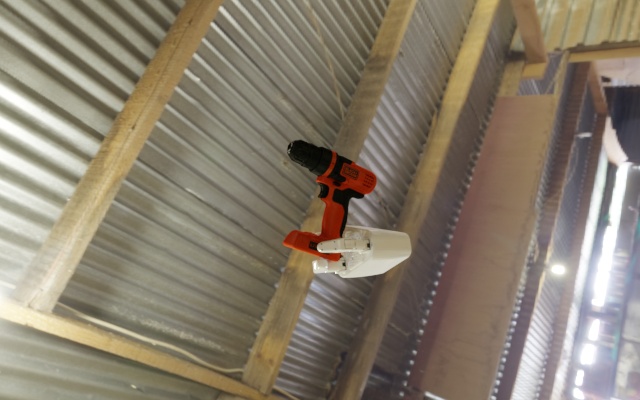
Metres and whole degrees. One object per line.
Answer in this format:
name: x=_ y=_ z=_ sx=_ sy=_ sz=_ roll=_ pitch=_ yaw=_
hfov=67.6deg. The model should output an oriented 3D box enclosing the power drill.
power drill: x=0.000 y=0.003 z=0.848 sx=0.184 sy=0.187 sz=0.057 roll=22 pitch=-6 yaw=-25
